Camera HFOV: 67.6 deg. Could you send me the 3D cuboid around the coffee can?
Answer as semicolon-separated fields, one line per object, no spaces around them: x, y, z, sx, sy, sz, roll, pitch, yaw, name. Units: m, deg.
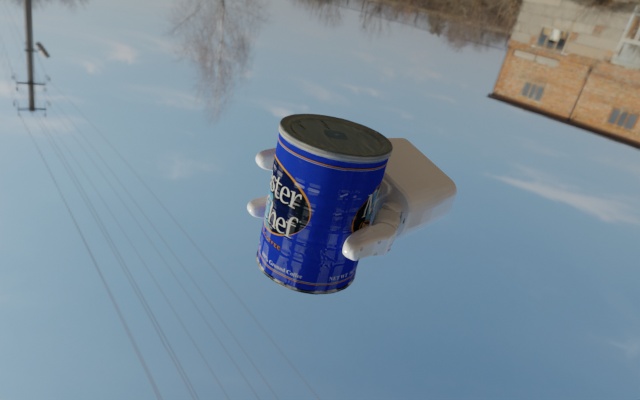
0.000;0.001;0.452;0.103;0.140;0.102;11;25;-5;coffee can
